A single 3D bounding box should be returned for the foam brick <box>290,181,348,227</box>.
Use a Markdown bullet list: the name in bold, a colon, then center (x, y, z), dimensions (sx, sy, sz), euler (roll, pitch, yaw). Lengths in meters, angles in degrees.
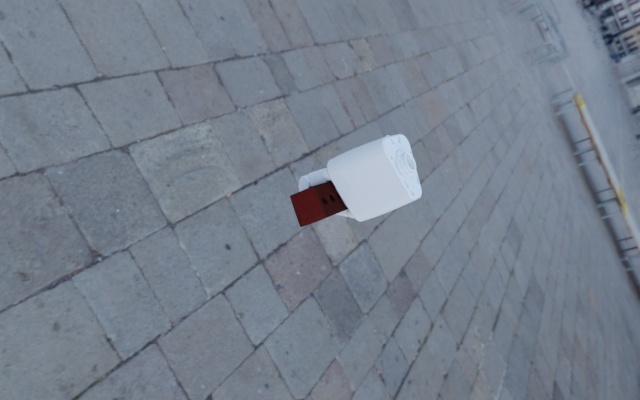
- **foam brick**: center (0.000, 0.003, 0.750), dimensions (0.051, 0.053, 0.078), euler (-21, 0, 35)
